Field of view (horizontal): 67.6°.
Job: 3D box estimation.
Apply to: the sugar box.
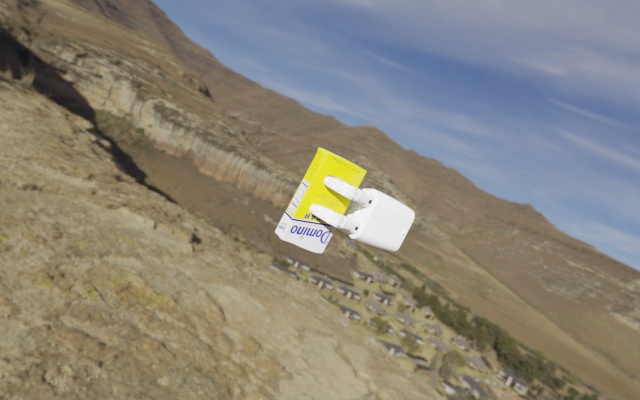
[{"bbox_3d":[0.001,0.003,0.861,0.093,0.176,0.048,24,6,-29],"label":"sugar box"}]
